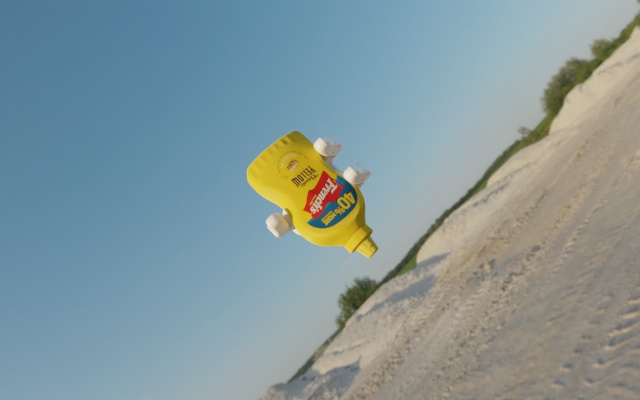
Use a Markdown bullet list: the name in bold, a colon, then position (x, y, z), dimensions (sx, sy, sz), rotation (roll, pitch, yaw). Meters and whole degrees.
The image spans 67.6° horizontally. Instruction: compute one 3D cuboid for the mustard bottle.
- **mustard bottle**: position (0.000, 0.002, 0.621), dimensions (0.096, 0.191, 0.058), rotation (-41, -13, -21)
